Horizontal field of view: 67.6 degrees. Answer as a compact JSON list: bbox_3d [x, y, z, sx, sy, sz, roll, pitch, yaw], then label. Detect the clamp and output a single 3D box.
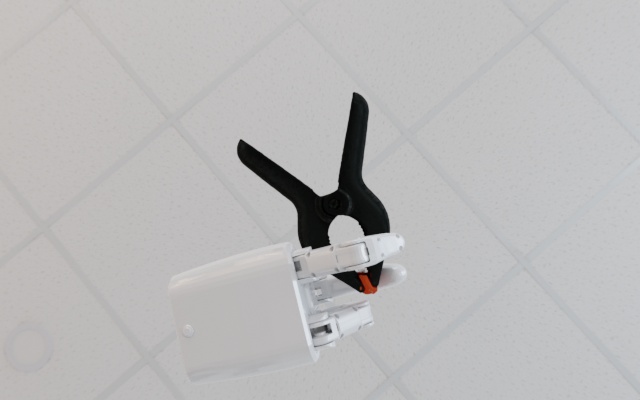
[{"bbox_3d":[0.000,0.002,0.413,0.120,0.171,0.039,-14,-5,7],"label":"clamp"}]
